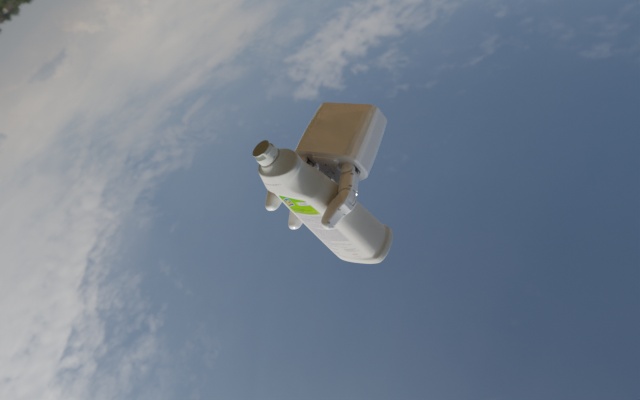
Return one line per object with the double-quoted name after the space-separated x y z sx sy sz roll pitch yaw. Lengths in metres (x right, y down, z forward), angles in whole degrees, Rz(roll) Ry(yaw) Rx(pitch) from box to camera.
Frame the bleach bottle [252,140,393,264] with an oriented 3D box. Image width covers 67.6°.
0.000 0.002 0.691 0.102 0.068 0.251 -2 -36 43 "bleach bottle"
